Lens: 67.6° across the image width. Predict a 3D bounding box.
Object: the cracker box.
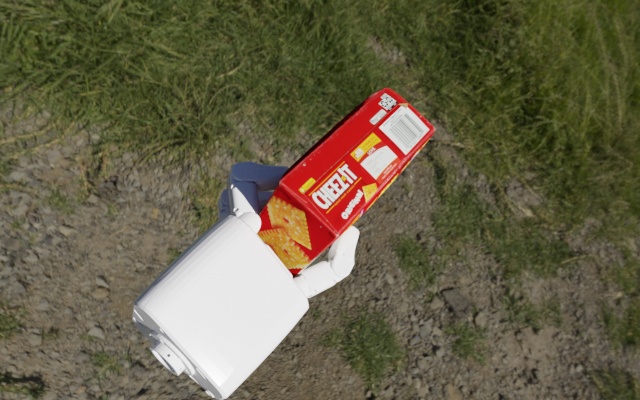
[{"bbox_3d":[0.000,0.002,0.491,0.164,0.072,0.214,-45,-2,-33],"label":"cracker box"}]
